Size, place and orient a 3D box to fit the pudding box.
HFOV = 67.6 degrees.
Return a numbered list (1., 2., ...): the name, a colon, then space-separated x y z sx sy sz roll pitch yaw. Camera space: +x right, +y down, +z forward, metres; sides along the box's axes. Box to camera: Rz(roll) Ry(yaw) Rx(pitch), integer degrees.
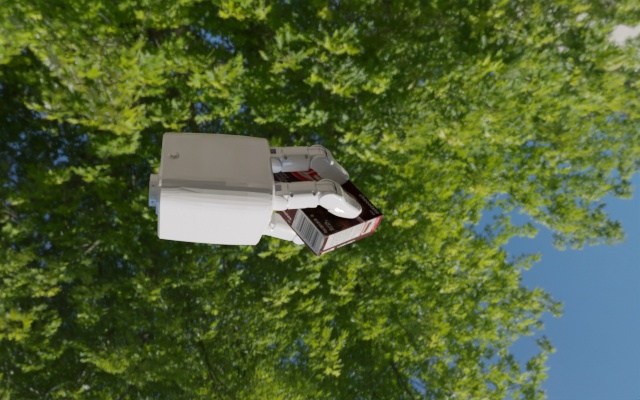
1. pudding box: 0.000 0.002 0.538 0.090 0.039 0.113 -18 56 -38
